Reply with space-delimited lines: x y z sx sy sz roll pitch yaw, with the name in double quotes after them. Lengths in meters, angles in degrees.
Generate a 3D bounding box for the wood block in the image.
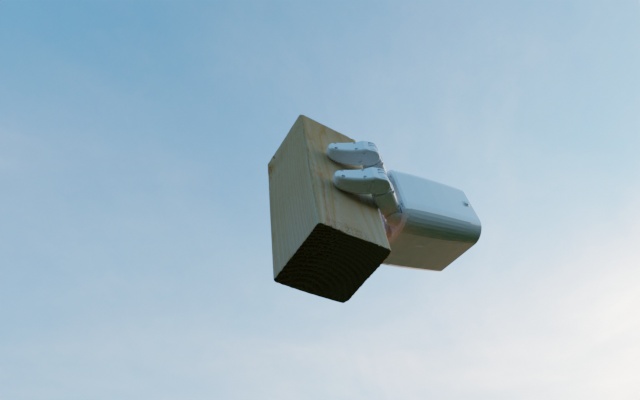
0.000 0.002 0.552 0.090 0.091 0.206 22 32 -23 "wood block"
